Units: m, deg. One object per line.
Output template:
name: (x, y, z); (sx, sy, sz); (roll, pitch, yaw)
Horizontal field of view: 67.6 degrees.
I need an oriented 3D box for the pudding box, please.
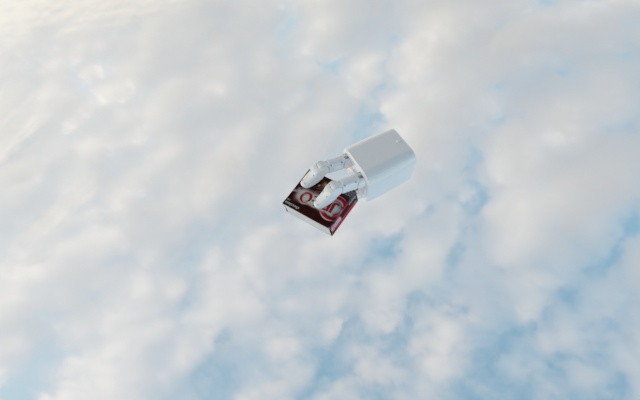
pudding box: (0.000, 0.003, 0.893); (0.113, 0.090, 0.039); (26, -24, 28)
